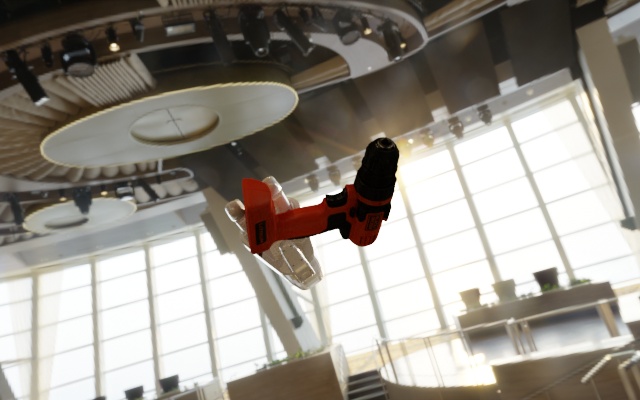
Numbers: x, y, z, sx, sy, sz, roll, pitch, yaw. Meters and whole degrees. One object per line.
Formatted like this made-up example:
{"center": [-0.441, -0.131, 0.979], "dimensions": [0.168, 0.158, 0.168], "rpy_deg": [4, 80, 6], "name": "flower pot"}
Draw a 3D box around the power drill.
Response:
{"center": [0.000, 0.002, 0.591], "dimensions": [0.187, 0.057, 0.185], "rpy_deg": [-6, -41, -11], "name": "power drill"}
